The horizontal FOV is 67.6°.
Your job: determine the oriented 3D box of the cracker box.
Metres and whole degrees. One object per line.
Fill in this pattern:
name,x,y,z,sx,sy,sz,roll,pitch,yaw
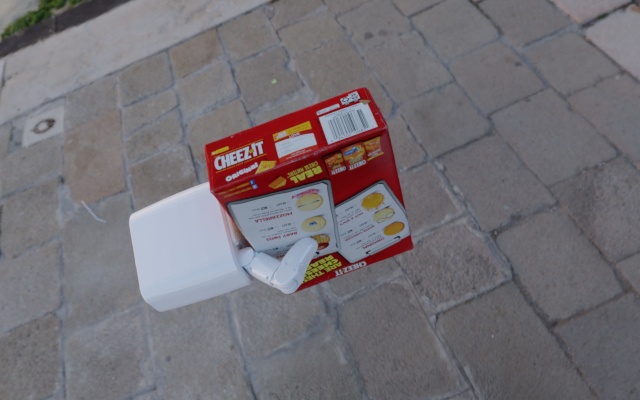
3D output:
cracker box,0.000,0.002,0.504,0.164,0.072,0.214,-20,-38,3
